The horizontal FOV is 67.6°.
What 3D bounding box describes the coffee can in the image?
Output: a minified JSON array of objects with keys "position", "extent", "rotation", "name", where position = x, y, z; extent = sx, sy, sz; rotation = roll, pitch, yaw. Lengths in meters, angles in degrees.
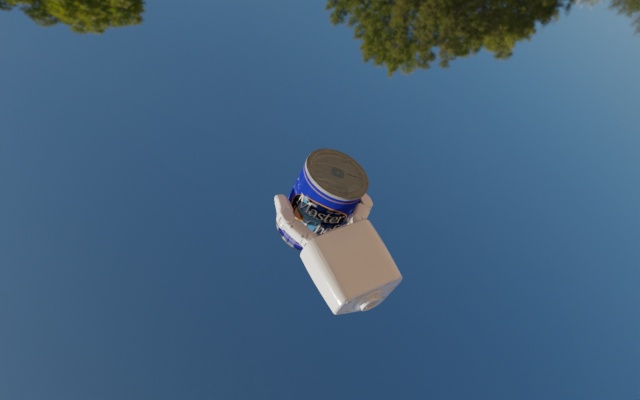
[{"position":[0.000,0.002,0.760],"extent":[0.103,0.102,0.140],"rotation":[0,-40,-30],"name":"coffee can"}]
